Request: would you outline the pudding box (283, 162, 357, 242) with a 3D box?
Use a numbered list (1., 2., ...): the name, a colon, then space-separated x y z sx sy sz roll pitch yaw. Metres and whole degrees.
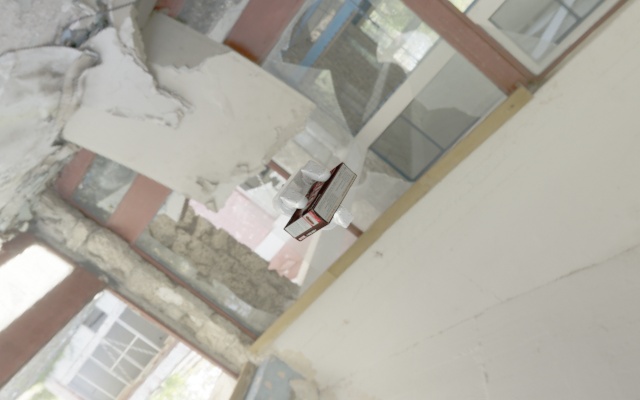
1. pudding box: 0.000 0.003 0.744 0.039 0.113 0.090 39 -38 -12
